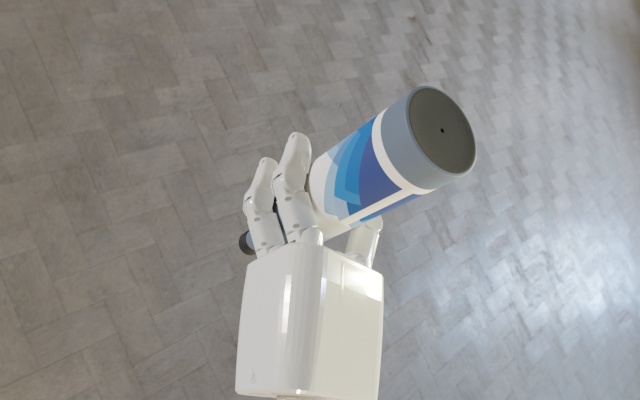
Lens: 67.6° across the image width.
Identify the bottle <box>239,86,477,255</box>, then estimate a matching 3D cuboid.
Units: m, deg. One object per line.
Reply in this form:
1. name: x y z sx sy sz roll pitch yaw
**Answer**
1. bottle: 0.000 0.001 0.427 0.069 0.069 0.296 0 -19 -35
